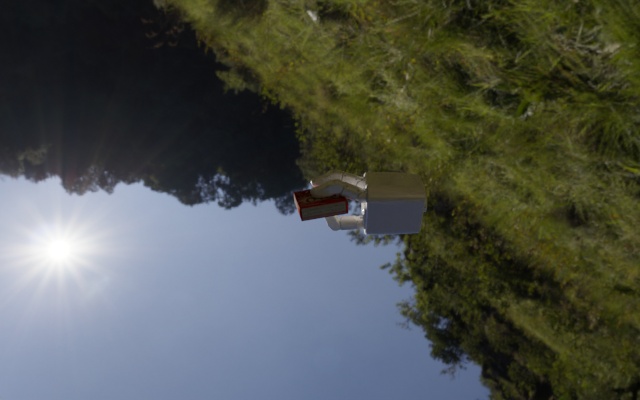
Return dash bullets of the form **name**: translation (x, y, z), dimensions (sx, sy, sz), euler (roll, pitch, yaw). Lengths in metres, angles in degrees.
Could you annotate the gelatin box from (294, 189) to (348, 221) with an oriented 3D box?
- **gelatin box**: translation (0.000, 0.003, 0.878), dimensions (0.089, 0.030, 0.073), euler (-10, 27, -8)
